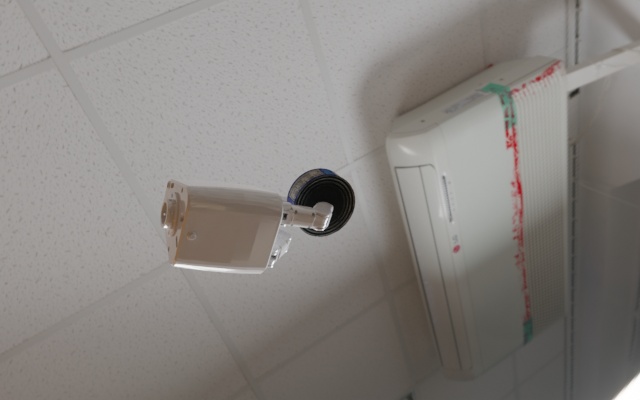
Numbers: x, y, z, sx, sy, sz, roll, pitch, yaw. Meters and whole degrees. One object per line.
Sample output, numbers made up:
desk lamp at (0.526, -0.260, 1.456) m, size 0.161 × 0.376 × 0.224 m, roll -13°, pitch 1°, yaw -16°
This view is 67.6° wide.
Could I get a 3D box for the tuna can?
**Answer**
tuna can at (0.000, 0.002, 0.625) m, size 0.086 × 0.086 × 0.033 m, roll 0°, pitch 21°, yaw -25°
